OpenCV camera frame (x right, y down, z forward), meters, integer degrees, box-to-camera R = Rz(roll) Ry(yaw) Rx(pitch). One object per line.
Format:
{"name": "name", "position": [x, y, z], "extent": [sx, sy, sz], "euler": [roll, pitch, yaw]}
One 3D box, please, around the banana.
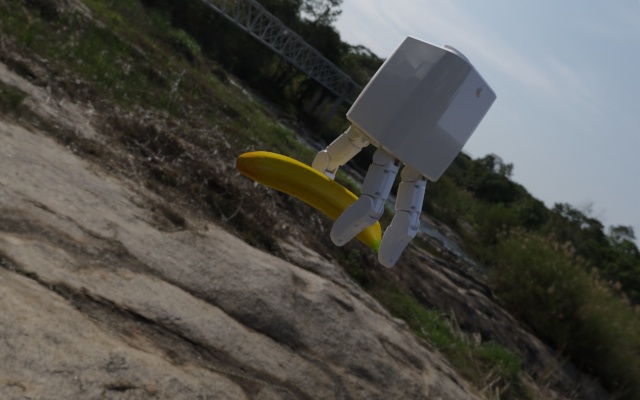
{"name": "banana", "position": [-0.001, -0.005, 0.493], "extent": [0.198, 0.037, 0.069], "euler": [32, 15, -24]}
